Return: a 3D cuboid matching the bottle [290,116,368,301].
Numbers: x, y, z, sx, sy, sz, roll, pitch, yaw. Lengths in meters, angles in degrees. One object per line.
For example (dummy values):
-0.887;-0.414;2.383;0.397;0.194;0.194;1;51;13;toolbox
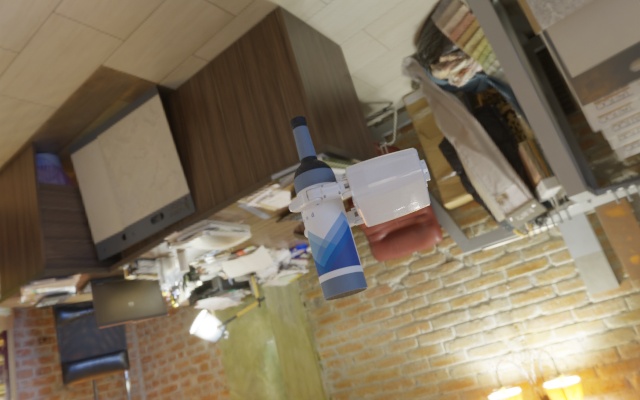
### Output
0.000;0.003;0.743;0.069;0.295;0.069;-14;-18;-5;bottle
